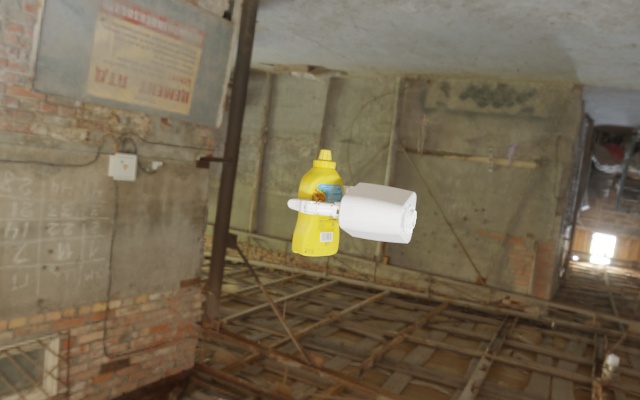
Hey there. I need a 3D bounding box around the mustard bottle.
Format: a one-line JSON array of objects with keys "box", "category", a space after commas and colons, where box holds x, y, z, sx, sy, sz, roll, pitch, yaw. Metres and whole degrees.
[{"box": [0.000, 0.003, 0.876, 0.096, 0.191, 0.058, 2, 6, -44], "category": "mustard bottle"}]
